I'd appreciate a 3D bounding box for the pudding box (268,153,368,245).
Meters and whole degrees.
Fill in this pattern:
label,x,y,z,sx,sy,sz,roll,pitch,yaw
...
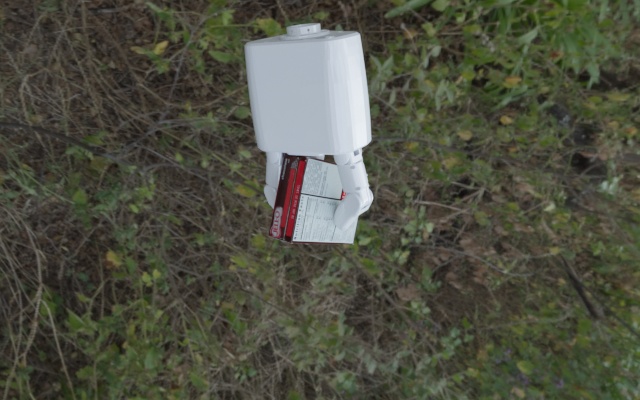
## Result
label,x,y,z,sx,sy,sz,roll,pitch,yaw
pudding box,0.000,0.002,0.521,0.039,0.090,0.113,15,4,41
